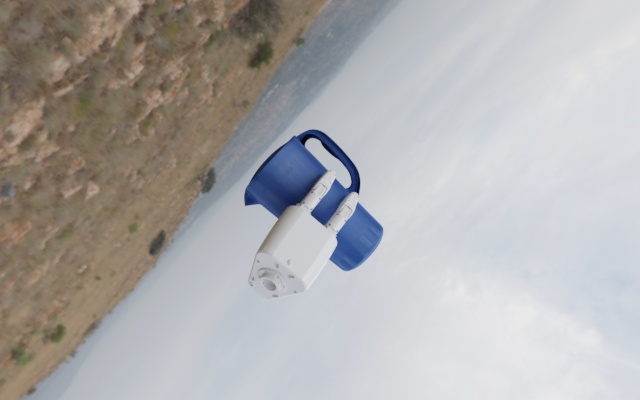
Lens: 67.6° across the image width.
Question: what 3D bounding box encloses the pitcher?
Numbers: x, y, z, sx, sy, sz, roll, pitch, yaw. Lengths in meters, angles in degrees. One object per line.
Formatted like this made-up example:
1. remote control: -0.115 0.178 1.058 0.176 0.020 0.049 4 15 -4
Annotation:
1. pitcher: 0.000 0.003 0.848 0.149 0.243 0.145 -41 10 44
